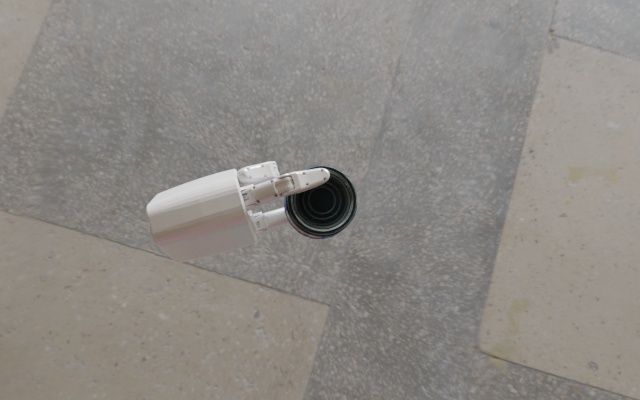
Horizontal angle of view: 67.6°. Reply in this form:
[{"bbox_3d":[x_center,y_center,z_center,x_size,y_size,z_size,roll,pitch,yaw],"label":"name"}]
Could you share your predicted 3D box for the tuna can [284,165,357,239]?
[{"bbox_3d":[0.000,0.002,0.567,0.086,0.086,0.034,0,-9,-7],"label":"tuna can"}]
